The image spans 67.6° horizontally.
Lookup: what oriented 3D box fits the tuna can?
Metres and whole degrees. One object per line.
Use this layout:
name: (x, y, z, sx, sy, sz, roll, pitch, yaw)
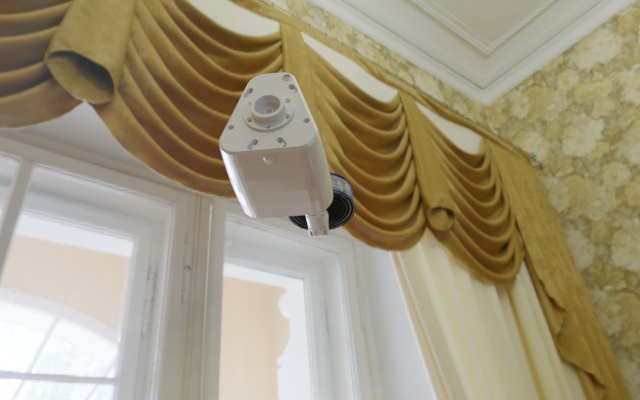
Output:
tuna can: (0.000, 0.002, 0.611, 0.086, 0.033, 0.086, -3, -37, -2)
